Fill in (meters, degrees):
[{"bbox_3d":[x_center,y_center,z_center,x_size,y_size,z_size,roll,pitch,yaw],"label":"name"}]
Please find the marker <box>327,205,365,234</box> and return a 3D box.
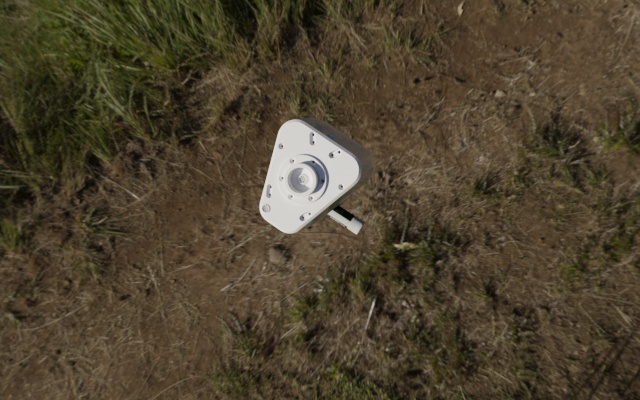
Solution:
[{"bbox_3d":[0.000,0.002,0.598,0.121,0.020,0.020,33,4,6],"label":"marker"}]
